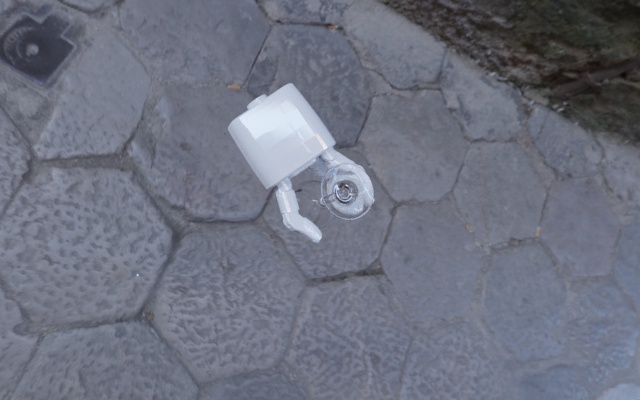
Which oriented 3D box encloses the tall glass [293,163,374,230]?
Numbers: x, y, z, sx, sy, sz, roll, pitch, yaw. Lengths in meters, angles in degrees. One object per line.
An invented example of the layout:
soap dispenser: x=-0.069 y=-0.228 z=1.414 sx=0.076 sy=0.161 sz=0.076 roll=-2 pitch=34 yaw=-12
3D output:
tall glass: x=0.000 y=0.002 z=0.703 sx=0.079 sy=0.079 sz=0.201 roll=0 pitch=-9 yaw=-21
